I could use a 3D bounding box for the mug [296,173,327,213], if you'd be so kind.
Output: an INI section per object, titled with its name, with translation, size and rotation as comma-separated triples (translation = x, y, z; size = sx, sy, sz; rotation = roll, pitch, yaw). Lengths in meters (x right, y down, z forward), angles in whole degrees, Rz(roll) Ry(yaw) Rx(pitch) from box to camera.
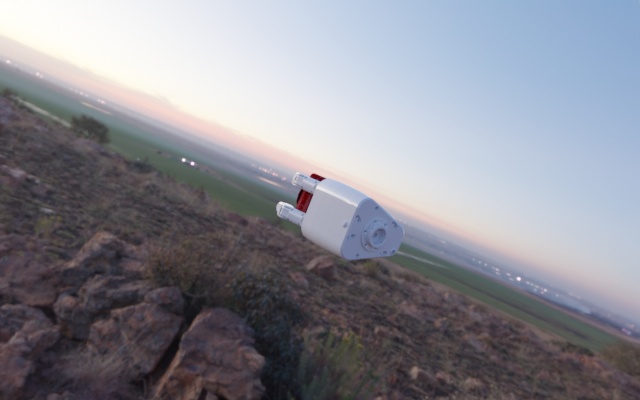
[mug]
translation = -0.001, 0.002, 0.805
size = 0.093, 0.081, 0.117
rotation = 21, 4, -37
